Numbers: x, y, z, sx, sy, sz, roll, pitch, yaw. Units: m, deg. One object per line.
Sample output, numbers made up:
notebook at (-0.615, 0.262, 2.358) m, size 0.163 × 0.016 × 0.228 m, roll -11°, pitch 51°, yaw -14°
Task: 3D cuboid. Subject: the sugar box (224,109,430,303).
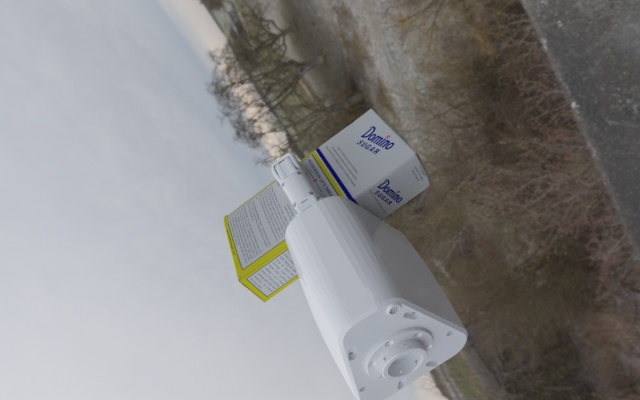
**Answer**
sugar box at (0.000, 0.002, 0.423) m, size 0.176 × 0.048 × 0.093 m, roll -33°, pitch 39°, yaw 4°
